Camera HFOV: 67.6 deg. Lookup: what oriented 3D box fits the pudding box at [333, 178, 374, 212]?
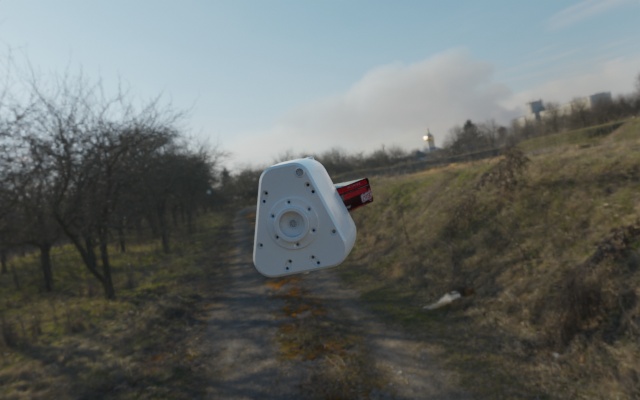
[{"bbox_3d":[0.000,0.002,0.634,0.113,0.039,0.090,-8,6,35],"label":"pudding box"}]
